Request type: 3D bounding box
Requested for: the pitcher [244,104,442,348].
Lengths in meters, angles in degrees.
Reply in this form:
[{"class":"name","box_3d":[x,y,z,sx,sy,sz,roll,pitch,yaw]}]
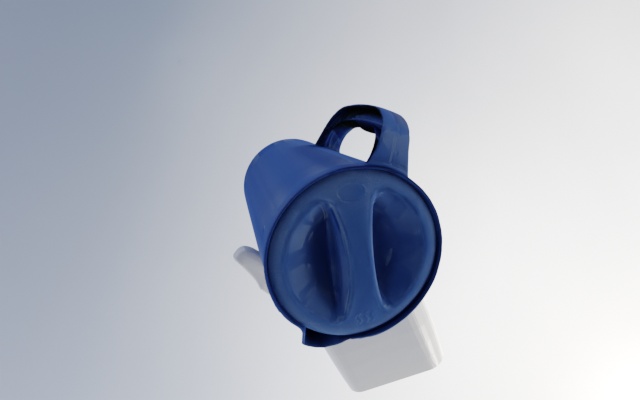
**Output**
[{"class":"pitcher","box_3d":[0.000,0.002,0.440,0.149,0.145,0.242,-30,21,-6]}]
